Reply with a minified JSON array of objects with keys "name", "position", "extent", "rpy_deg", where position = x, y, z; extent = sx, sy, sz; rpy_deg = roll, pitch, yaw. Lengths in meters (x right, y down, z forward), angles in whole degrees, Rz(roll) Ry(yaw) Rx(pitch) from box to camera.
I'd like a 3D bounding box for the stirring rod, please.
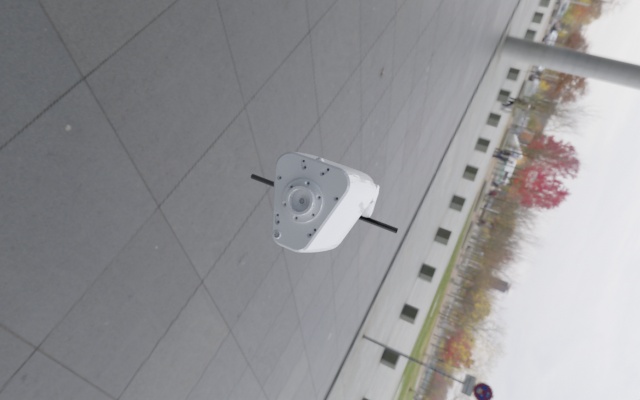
[{"name":"stirring rod","position":[0.000,0.002,0.704],"extent":[0.239,0.011,0.011],"rpy_deg":[21,7,19]}]
